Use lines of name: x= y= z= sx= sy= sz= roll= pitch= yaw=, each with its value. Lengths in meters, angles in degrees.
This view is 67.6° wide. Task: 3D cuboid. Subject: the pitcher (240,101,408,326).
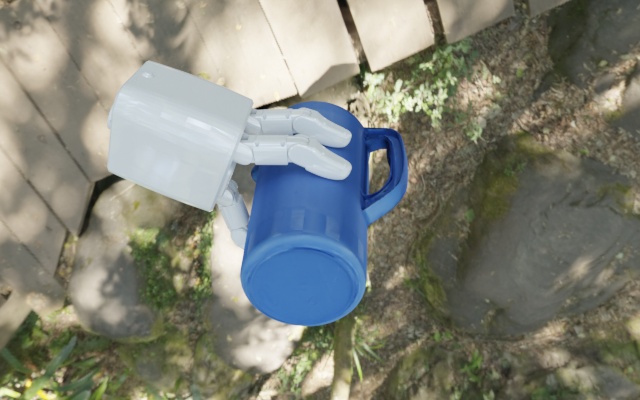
pitcher: x=0.000 y=0.002 z=0.492 sx=0.145 sy=0.149 sz=0.242 roll=24 pitch=33 yaw=-13
